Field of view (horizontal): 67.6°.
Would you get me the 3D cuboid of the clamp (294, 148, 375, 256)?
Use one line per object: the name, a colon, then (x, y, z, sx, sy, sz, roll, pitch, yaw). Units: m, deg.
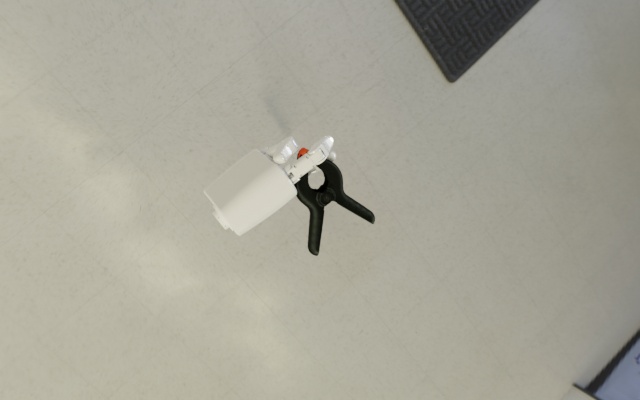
clamp: (0.000, 0.002, 0.748, 0.120, 0.171, 0.039, -39, 19, -11)
